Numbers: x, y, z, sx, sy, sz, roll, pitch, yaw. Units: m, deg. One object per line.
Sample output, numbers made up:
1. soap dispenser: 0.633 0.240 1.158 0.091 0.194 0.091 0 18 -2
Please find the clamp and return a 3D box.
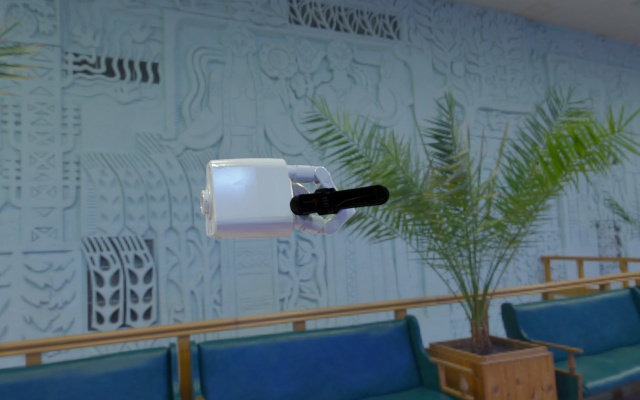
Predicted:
1. clamp: 0.000 0.001 0.624 0.120 0.039 0.171 -1 -4 -21
